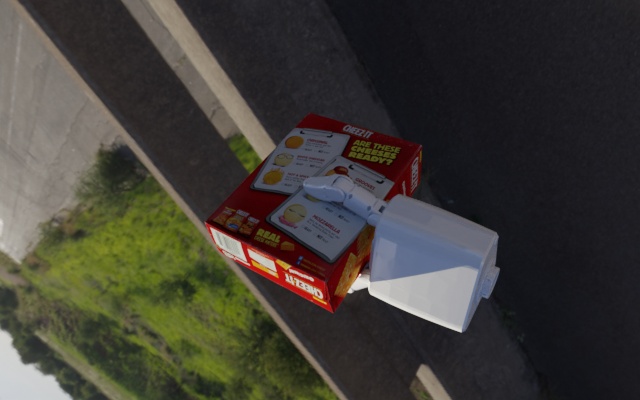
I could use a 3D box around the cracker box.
[{"bbox_3d":[0.000,0.002,0.562,0.164,0.072,0.213,21,55,26],"label":"cracker box"}]
